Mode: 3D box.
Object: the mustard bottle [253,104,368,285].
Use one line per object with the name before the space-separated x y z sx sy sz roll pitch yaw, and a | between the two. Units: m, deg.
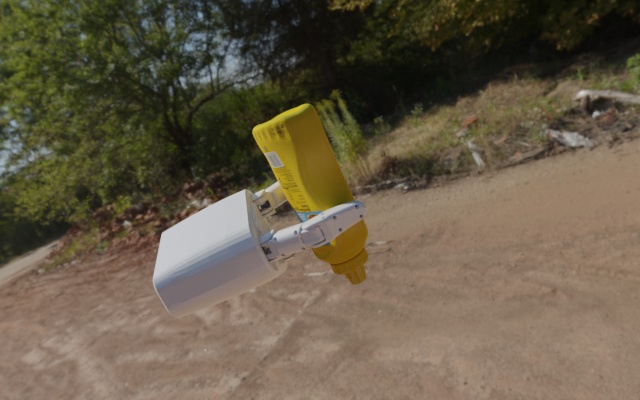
mustard bottle | 0.000 0.001 0.485 0.058 0.192 0.096 -31 14 -22
